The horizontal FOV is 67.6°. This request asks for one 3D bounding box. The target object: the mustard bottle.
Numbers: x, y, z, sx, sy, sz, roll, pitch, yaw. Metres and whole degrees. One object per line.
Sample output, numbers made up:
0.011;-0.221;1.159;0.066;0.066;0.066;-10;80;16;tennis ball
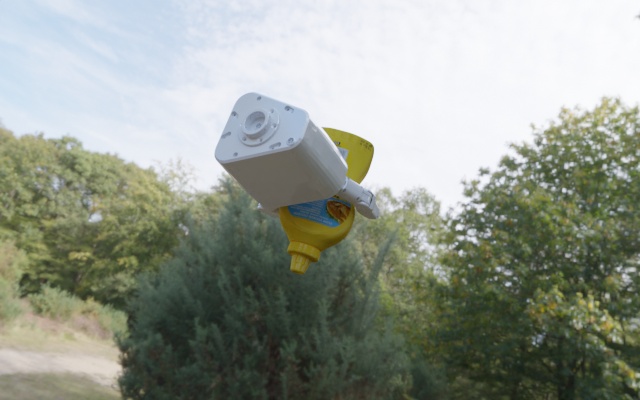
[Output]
0.000;0.002;0.613;0.096;0.191;0.058;17;-20;5;mustard bottle
